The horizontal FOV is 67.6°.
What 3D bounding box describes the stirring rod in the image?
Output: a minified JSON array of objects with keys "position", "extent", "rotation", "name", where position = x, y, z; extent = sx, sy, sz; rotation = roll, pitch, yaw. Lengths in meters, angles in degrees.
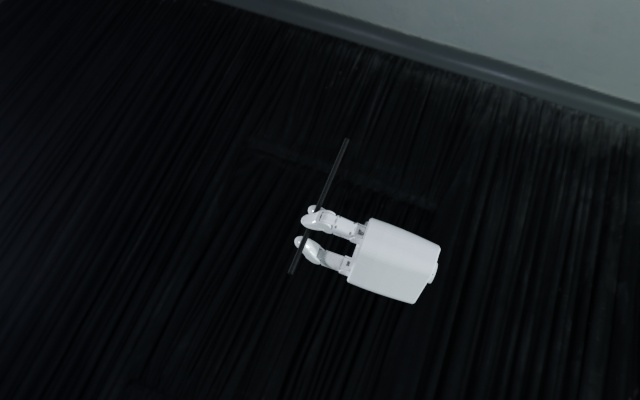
[{"position":[0.000,0.002,0.721],"extent":[0.011,0.239,0.011],"rotation":[19,-25,9],"name":"stirring rod"}]
